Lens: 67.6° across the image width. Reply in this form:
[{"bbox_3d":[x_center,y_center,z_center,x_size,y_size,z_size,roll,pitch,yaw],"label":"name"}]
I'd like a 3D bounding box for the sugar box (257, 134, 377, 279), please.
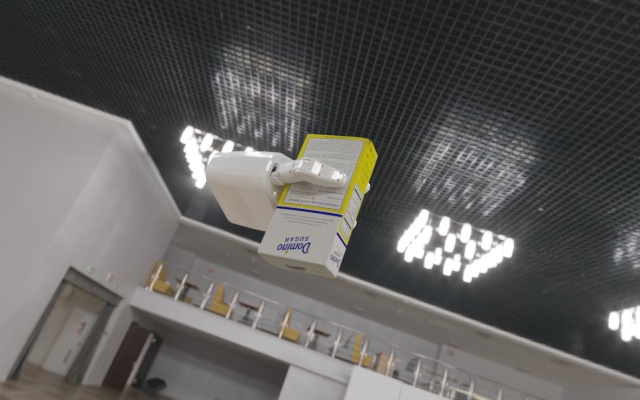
[{"bbox_3d":[0.000,0.002,0.587,0.093,0.176,0.048,8,-25,28],"label":"sugar box"}]
